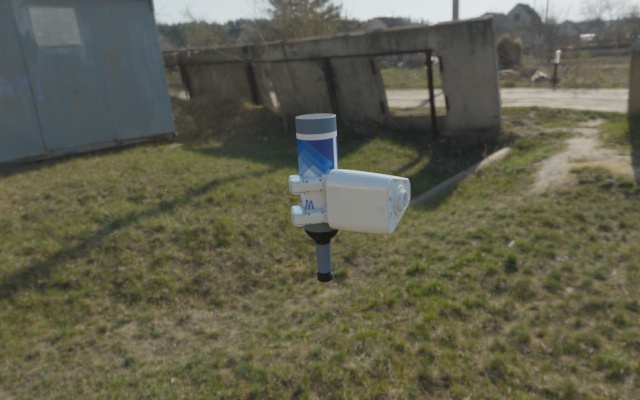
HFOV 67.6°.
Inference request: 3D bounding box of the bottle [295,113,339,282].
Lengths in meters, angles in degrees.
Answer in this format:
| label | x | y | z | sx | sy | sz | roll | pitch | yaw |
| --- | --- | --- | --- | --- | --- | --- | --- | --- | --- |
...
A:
| label | x | y | z | sx | sy | sz | roll | pitch | yaw |
| --- | --- | --- | --- | --- | --- | --- | --- | --- | --- |
| bottle | 0.000 | 0.002 | 0.823 | 0.069 | 0.296 | 0.069 | -3 | 18 | 1 |
